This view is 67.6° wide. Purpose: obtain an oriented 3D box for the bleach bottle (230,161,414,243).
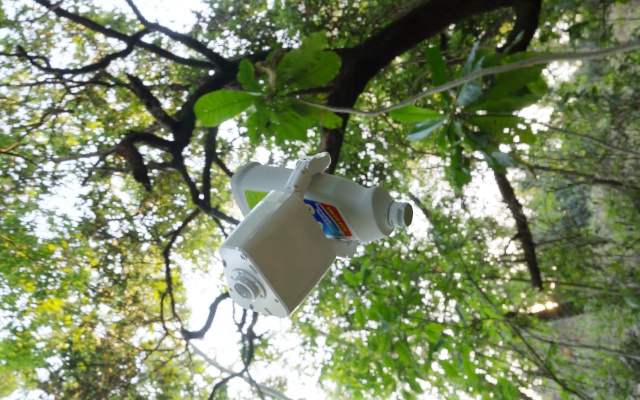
[{"bbox_3d":[0.000,0.002,0.632,0.251,0.103,0.068,4,36,35],"label":"bleach bottle"}]
